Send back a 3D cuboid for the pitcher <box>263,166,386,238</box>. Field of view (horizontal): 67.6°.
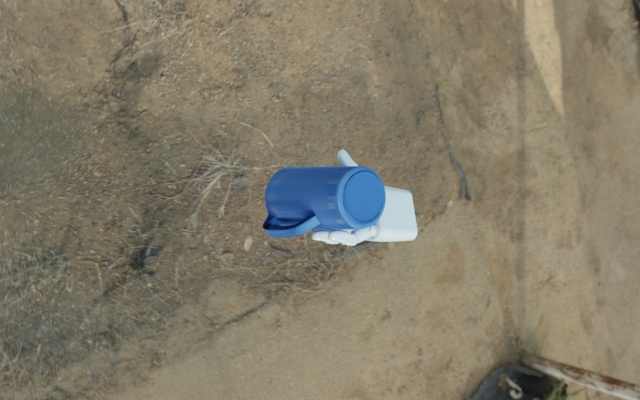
[{"bbox_3d":[0.000,0.003,0.899,0.145,0.149,0.243,8,-5,-34],"label":"pitcher"}]
